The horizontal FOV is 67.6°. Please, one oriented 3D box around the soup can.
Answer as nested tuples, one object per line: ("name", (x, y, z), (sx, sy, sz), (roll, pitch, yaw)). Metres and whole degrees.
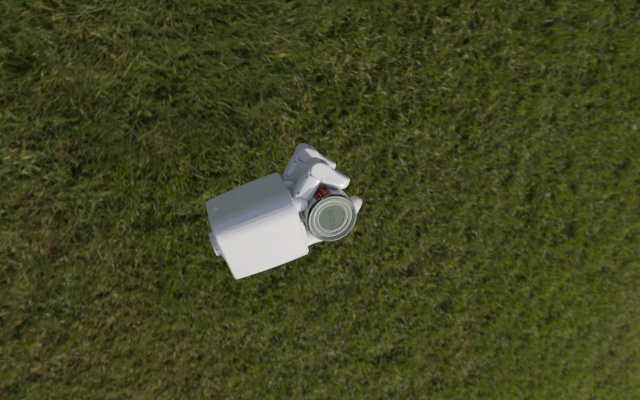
("soup can", (0.001, 0.002, 0.644), (0.068, 0.068, 0.102), (0, 25, -19))
